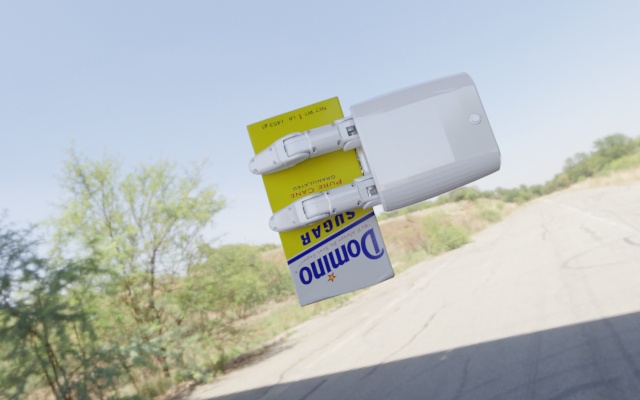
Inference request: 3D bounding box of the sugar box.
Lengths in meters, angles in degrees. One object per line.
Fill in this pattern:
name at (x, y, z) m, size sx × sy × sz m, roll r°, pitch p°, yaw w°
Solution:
sugar box at (0.000, 0.001, 0.452) m, size 0.093 × 0.176 × 0.048 m, roll -18°, pitch -7°, yaw 3°
